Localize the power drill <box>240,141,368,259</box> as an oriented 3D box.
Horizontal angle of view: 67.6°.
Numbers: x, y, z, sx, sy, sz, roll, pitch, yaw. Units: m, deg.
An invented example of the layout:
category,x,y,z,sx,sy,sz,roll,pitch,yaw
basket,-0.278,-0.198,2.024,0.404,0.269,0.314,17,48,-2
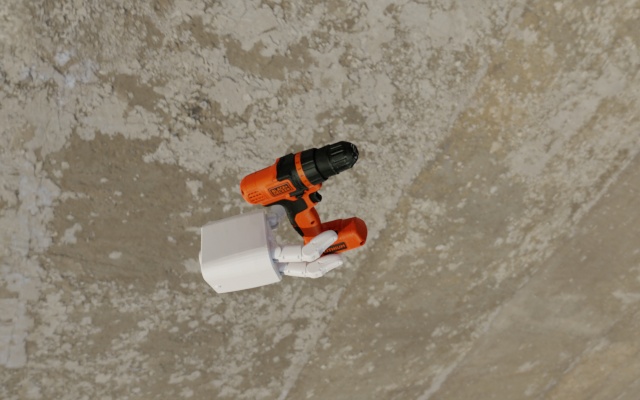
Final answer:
category,x,y,z,sx,sy,sz,roll,pitch,yaw
power drill,0.000,0.003,0.718,0.184,0.057,0.188,-17,-50,23
